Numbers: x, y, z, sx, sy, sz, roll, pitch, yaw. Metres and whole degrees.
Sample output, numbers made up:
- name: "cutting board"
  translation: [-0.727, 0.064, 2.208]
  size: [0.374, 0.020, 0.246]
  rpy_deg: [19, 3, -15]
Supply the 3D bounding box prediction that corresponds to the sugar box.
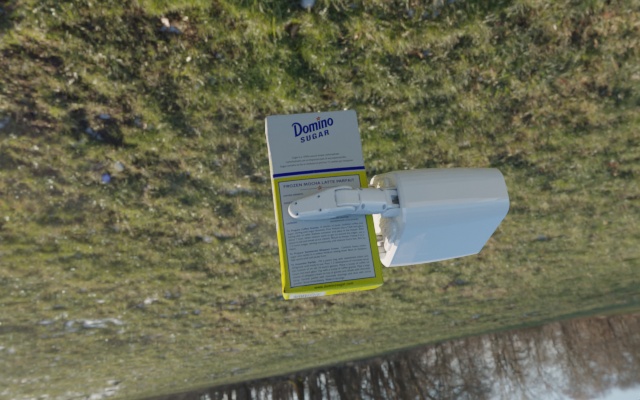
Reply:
- name: "sugar box"
  translation: [0.000, 0.002, 0.467]
  size: [0.093, 0.176, 0.048]
  rpy_deg: [-5, -18, -8]
